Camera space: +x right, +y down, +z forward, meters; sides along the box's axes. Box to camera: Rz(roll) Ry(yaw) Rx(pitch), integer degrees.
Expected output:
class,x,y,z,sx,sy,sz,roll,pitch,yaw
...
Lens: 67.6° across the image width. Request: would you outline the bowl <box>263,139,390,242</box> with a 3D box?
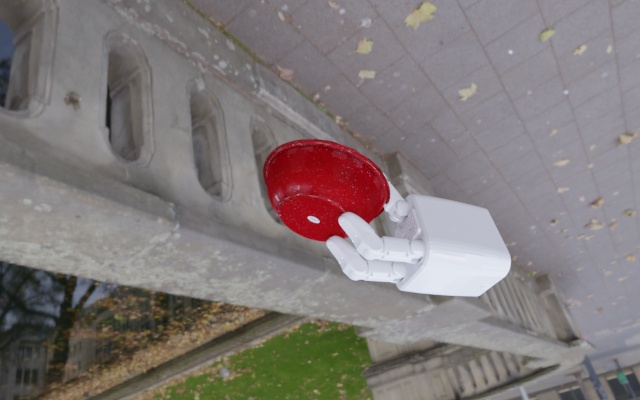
class,x,y,z,sx,sy,sz,roll,pitch,yaw
bowl,-0.001,0.002,0.577,0.162,0.055,0.162,11,-37,8
